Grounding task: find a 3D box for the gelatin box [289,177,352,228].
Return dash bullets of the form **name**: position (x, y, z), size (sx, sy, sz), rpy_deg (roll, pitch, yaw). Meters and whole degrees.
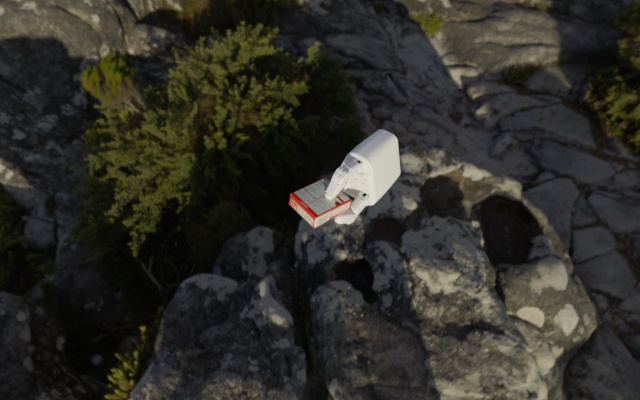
- **gelatin box**: position (0.000, 0.003, 0.860), size (0.089, 0.030, 0.073), rpy_deg (-26, 54, -33)
